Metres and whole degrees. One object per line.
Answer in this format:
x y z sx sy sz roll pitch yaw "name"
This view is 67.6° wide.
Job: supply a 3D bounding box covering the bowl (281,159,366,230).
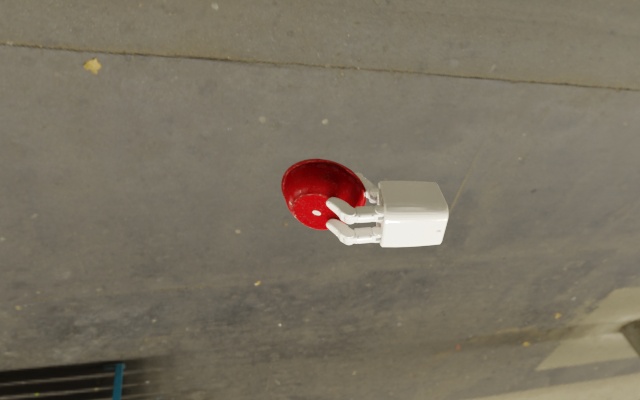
-0.001 0.003 0.866 0.162 0.162 0.055 0 44 17 "bowl"
